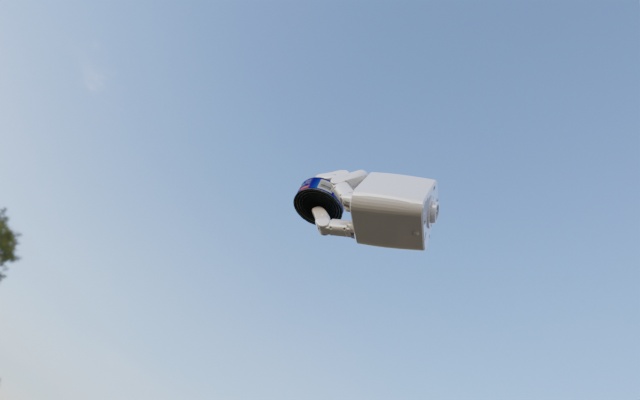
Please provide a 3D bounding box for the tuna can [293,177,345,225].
[{"bbox_3d":[0.000,0.002,0.801,0.086,0.086,0.033,0,42,25],"label":"tuna can"}]
